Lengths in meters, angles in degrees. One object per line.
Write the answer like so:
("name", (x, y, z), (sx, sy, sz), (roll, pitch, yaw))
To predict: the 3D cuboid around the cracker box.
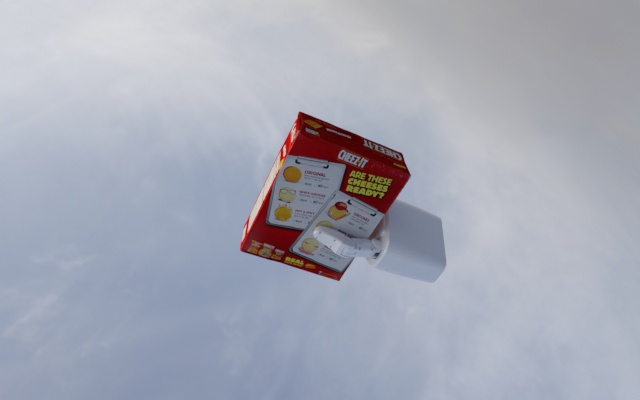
("cracker box", (0.000, 0.002, 0.680), (0.164, 0.214, 0.072), (20, 32, -16))
